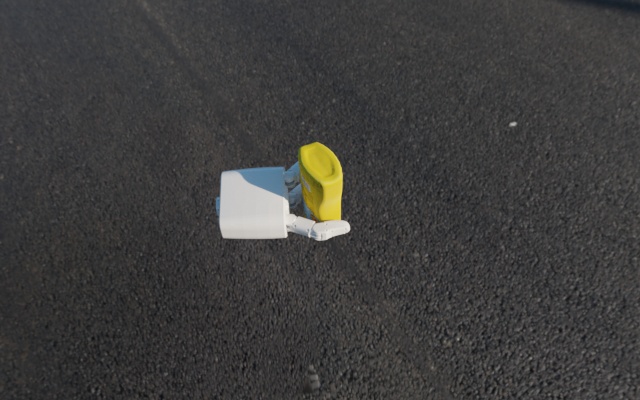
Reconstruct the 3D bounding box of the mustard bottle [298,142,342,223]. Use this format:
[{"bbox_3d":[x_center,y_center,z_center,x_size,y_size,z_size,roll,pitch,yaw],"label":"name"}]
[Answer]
[{"bbox_3d":[0.000,0.002,0.795,0.058,0.096,0.192,-21,-38,-16],"label":"mustard bottle"}]
